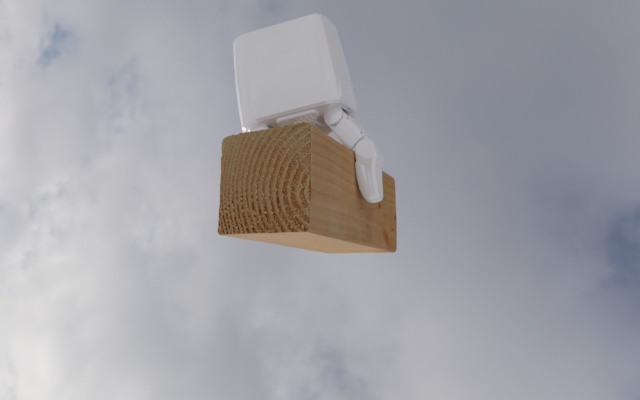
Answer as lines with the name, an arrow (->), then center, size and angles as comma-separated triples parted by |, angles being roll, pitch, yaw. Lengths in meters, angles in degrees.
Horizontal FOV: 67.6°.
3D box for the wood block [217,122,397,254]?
wood block -> 0.000, 0.001, 0.478 | 0.091, 0.090, 0.206 | -5, -12, 27
